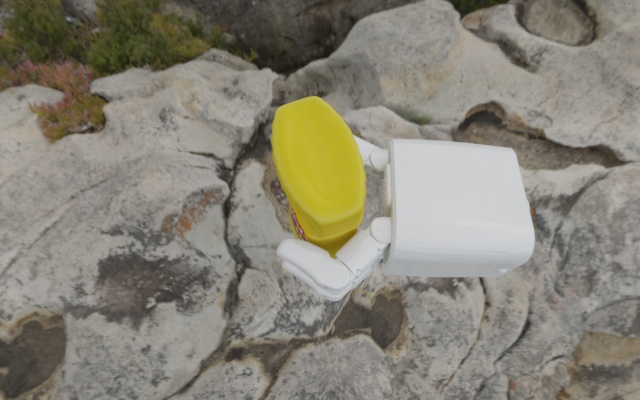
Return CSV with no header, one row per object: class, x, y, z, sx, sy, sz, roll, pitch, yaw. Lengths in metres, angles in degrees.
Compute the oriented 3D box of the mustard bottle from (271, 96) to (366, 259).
mustard bottle,0.000,0.001,0.404,0.058,0.096,0.192,-20,-19,-6
